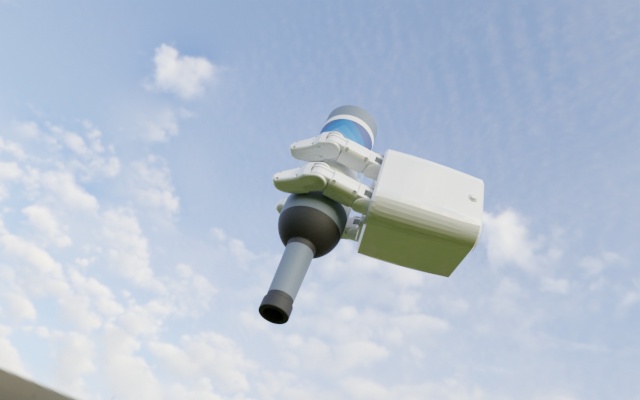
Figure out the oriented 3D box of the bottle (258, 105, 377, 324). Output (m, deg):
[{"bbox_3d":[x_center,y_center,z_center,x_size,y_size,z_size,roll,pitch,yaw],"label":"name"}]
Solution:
[{"bbox_3d":[0.000,0.001,0.507,0.069,0.069,0.295,0,40,21],"label":"bottle"}]
